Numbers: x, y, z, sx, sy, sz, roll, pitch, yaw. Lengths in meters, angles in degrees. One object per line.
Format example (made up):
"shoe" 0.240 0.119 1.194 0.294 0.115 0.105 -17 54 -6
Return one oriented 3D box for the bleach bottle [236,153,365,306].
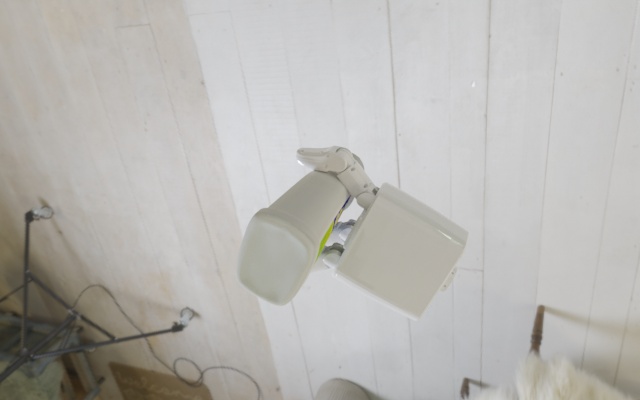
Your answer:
"bleach bottle" 0.000 0.002 0.528 0.068 0.103 0.250 29 35 7
